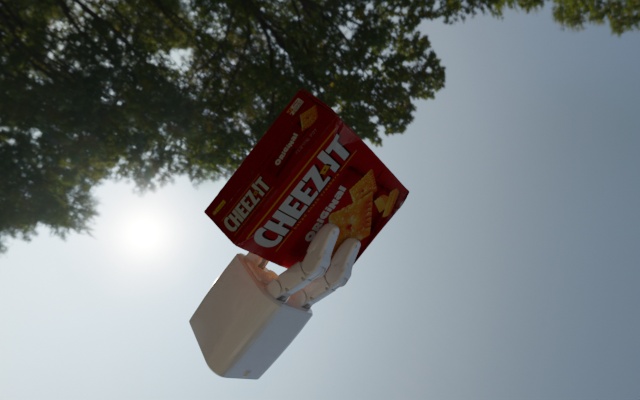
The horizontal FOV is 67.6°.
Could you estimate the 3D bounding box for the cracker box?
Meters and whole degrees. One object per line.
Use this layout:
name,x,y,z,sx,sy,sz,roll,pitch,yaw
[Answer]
cracker box,0.000,0.002,0.553,0.072,0.164,0.214,40,3,35
